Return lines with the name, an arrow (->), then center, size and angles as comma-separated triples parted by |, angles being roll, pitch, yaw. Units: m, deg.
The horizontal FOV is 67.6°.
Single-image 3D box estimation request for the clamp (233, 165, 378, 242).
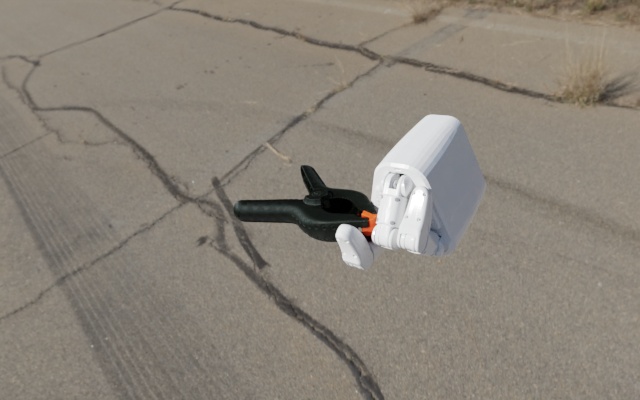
clamp -> 0.000, 0.001, 0.530 | 0.171, 0.039, 0.120 | 15, 44, 33
